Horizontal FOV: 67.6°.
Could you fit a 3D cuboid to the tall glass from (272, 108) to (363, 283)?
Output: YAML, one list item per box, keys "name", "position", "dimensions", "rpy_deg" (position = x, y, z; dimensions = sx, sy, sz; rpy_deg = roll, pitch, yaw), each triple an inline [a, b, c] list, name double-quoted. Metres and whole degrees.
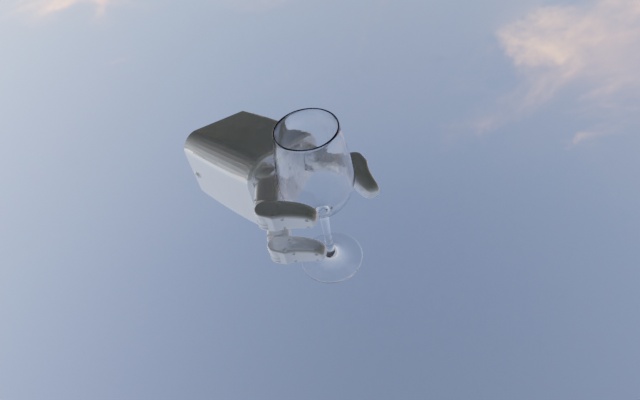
- name: "tall glass"
  position: [0.000, 0.002, 0.502]
  dimensions: [0.079, 0.079, 0.201]
  rpy_deg: [0, -42, 10]
